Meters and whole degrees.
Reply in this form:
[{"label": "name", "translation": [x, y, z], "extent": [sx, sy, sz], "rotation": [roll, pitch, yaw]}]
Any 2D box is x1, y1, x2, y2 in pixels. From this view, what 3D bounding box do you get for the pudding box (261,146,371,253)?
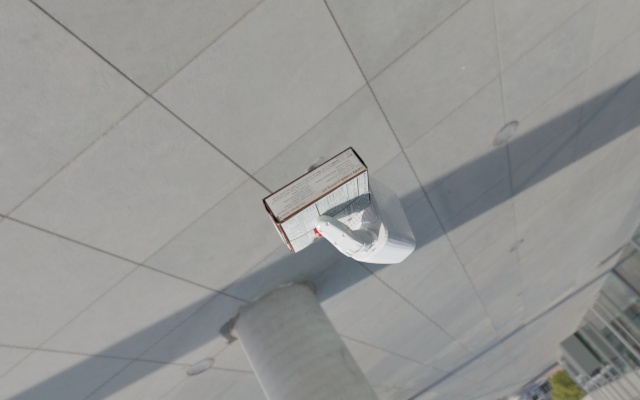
[{"label": "pudding box", "translation": [0.000, 0.002, 0.524], "extent": [0.113, 0.039, 0.090], "rotation": [-33, -26, -8]}]
